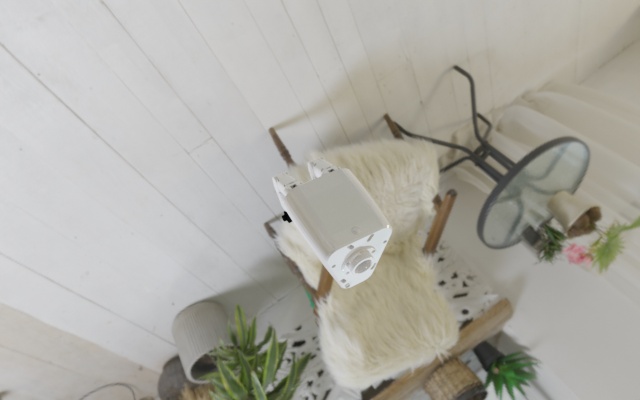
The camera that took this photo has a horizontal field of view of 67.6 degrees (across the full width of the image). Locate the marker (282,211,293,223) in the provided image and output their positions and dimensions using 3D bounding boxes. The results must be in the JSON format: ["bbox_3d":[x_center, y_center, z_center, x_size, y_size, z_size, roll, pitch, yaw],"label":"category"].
[{"bbox_3d":[0.000,0.002,0.689,0.121,0.020,0.020,-24,7,-16],"label":"marker"}]
